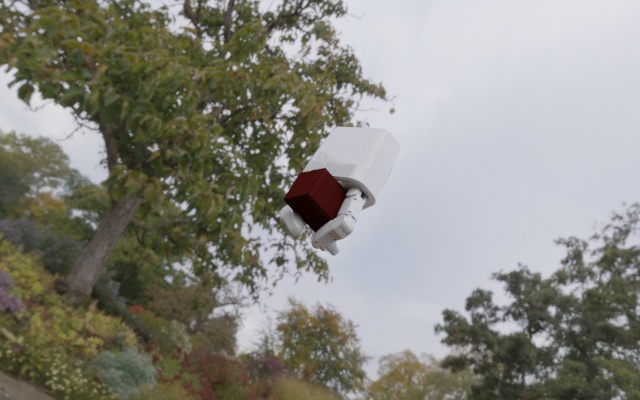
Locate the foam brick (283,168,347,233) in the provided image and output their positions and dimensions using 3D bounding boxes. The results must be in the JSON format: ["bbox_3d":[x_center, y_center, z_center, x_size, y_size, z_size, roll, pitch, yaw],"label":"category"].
[{"bbox_3d":[0.000,0.002,0.641,0.053,0.051,0.078,-7,-46,47],"label":"foam brick"}]
